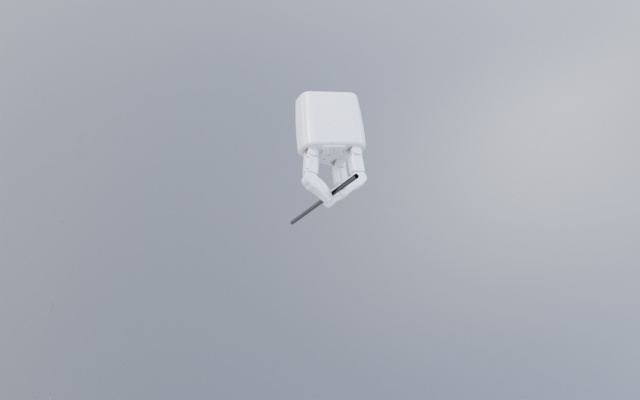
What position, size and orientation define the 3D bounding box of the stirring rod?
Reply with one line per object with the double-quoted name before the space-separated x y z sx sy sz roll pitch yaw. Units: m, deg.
"stirring rod" 0.000 0.003 0.837 0.011 0.011 0.239 0 -20 -30
